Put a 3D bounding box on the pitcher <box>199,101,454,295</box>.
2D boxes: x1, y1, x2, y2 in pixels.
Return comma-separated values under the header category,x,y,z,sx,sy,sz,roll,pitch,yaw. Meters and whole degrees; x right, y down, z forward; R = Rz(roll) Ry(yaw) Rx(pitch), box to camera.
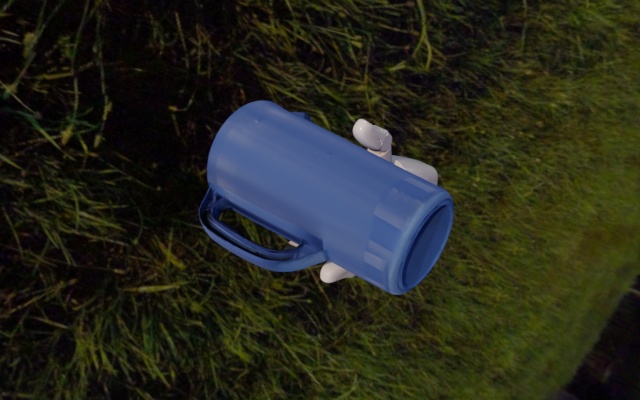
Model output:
category,x,y,z,sx,sy,sz,roll,pitch,yaw
pitcher,0.000,0.002,0.493,0.242,0.149,0.145,28,16,32
